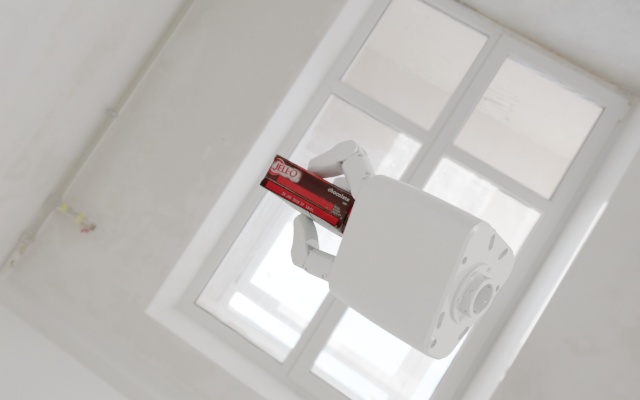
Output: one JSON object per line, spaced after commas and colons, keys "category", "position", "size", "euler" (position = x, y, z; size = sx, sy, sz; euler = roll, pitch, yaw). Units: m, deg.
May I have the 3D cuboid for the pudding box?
{"category": "pudding box", "position": [0.000, 0.002, 0.479], "size": [0.090, 0.039, 0.113], "euler": [30, -5, 17]}
